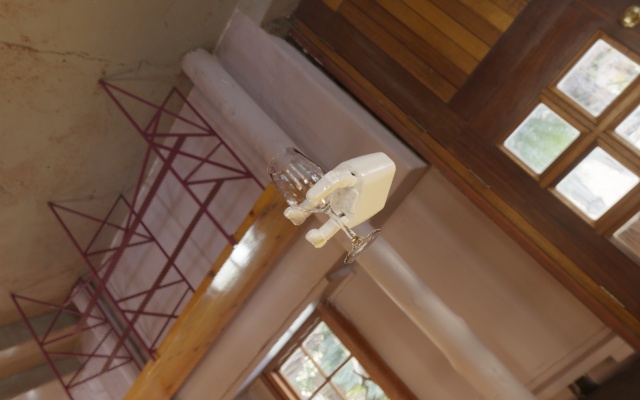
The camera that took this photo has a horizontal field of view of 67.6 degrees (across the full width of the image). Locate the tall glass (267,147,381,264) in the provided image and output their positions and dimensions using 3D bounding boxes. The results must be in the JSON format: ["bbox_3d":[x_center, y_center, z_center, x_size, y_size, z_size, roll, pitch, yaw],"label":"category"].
[{"bbox_3d":[0.001,0.003,0.760,0.201,0.079,0.079,46,18,18],"label":"tall glass"}]
